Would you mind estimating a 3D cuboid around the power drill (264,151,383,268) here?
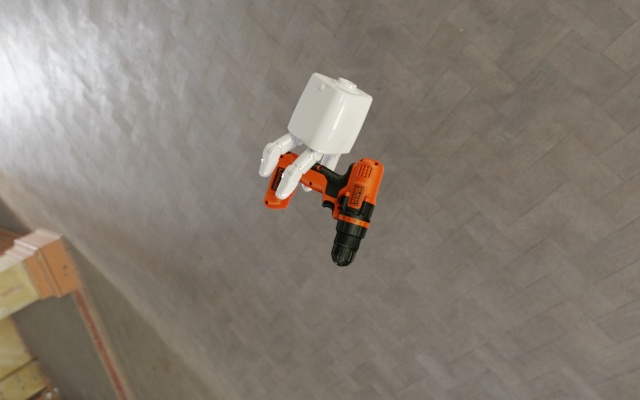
[{"bbox_3d":[0.000,0.002,0.814,0.187,0.184,0.057,17,-4,22],"label":"power drill"}]
